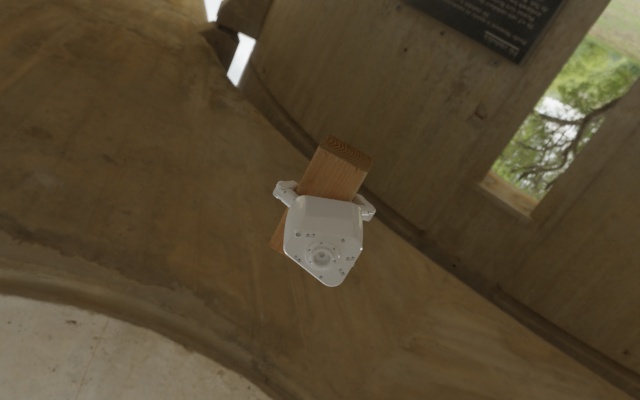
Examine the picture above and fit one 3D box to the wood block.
[{"bbox_3d":[0.000,0.003,0.828,0.091,0.206,0.090,29,24,1],"label":"wood block"}]
